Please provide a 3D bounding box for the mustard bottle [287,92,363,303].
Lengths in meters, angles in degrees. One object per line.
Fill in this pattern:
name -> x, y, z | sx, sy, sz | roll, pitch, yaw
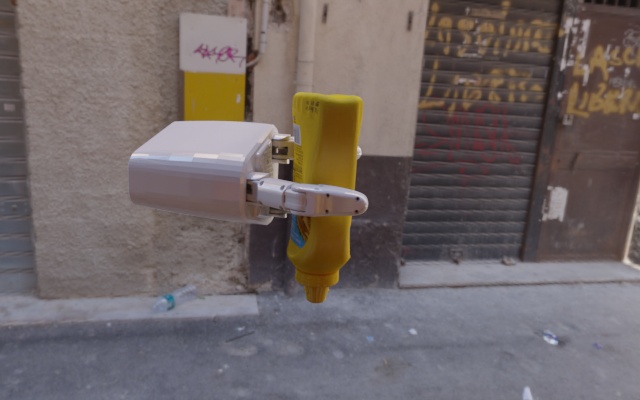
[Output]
mustard bottle -> 0.000, 0.001, 0.432 | 0.058, 0.192, 0.096 | 0, 13, -15
